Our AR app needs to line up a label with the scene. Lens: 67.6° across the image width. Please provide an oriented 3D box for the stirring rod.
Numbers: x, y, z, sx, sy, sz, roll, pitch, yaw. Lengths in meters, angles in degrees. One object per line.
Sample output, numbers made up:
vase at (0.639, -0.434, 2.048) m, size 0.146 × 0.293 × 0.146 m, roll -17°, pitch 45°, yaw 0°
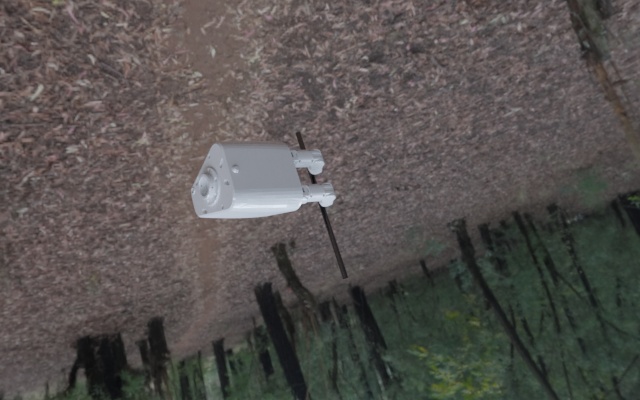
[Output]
stirring rod at (0.000, 0.002, 0.721) m, size 0.011 × 0.239 × 0.011 m, roll -17°, pitch -17°, yaw -5°
